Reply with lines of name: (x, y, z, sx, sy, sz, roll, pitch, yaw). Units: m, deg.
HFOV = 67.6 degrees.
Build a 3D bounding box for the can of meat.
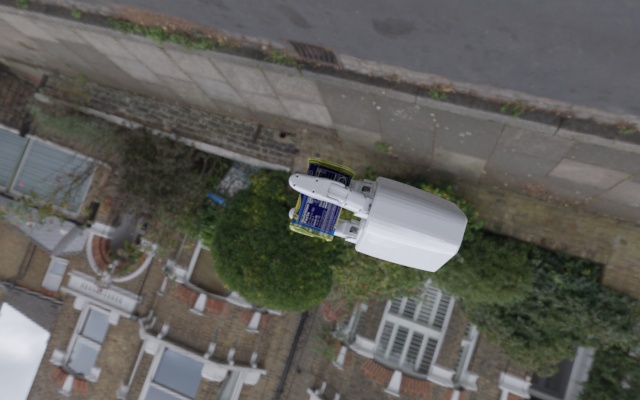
can of meat: (0.000, 0.002, 0.575, 0.057, 0.084, 0.102, 18, -6, 0)
